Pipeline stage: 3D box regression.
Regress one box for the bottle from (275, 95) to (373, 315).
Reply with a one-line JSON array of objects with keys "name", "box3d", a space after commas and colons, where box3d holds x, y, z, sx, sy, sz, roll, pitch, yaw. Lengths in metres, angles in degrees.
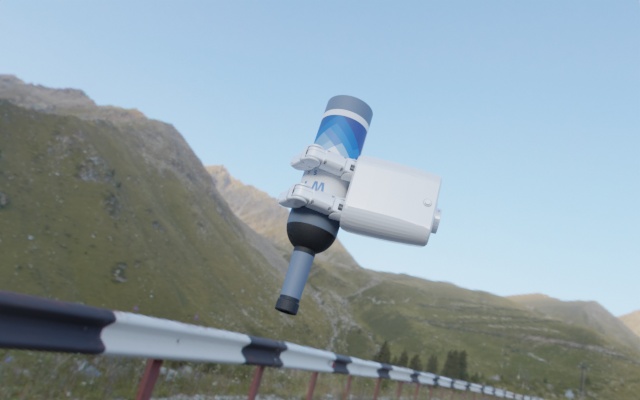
[{"name": "bottle", "box3d": [0.000, 0.002, 0.621, 0.069, 0.295, 0.069, 15, -21, 6]}]
